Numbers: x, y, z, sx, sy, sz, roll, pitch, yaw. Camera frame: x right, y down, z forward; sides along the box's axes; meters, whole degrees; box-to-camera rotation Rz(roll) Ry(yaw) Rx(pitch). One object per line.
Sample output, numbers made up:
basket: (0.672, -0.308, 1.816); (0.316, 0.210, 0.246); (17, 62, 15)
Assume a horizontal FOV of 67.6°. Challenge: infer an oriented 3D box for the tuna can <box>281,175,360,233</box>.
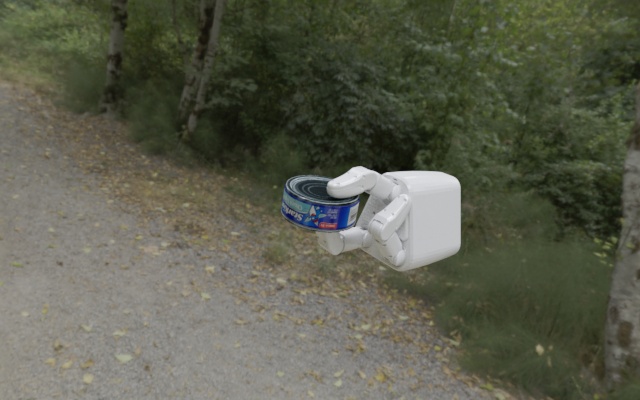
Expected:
tuna can: (0.000, 0.001, 0.533); (0.086, 0.034, 0.086); (8, 22, -3)
